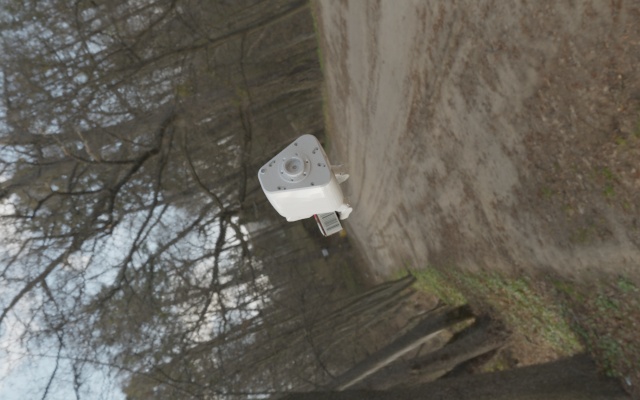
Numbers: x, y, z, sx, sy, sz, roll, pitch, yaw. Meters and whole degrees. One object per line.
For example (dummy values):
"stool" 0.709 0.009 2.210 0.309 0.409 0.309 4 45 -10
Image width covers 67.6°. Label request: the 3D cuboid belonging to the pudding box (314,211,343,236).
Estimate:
"pudding box" 0.000 0.003 0.871 0.039 0.113 0.090 -23 6 1
